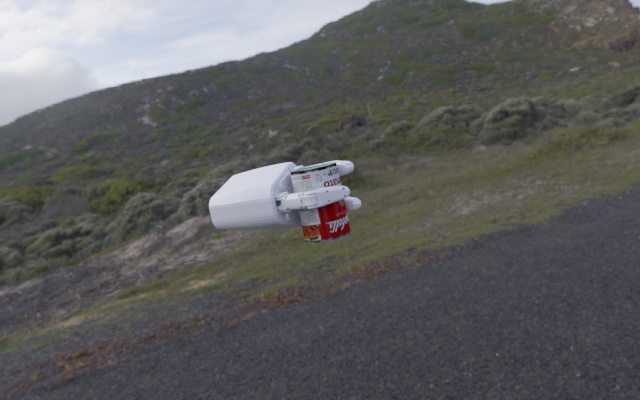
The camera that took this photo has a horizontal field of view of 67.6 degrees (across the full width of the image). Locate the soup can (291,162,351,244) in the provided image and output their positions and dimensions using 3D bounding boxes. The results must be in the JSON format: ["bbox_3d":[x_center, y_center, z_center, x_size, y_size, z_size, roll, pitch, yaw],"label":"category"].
[{"bbox_3d":[0.000,0.002,0.674,0.068,0.102,0.068,-11,8,2],"label":"soup can"}]
